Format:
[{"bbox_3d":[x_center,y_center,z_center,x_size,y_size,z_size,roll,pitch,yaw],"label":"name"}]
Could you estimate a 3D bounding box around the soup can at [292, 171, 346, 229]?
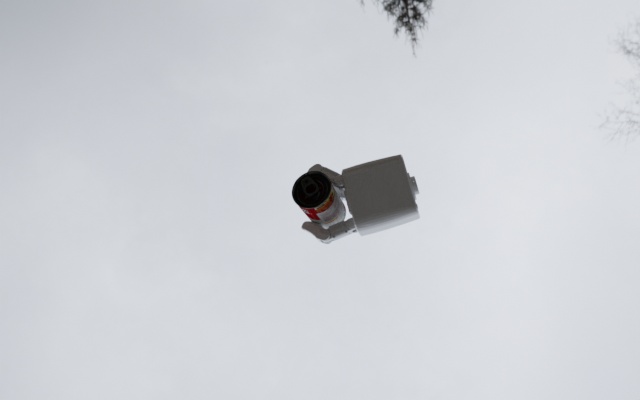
[{"bbox_3d":[0.000,0.003,0.814,0.068,0.068,0.102,0,-24,19],"label":"soup can"}]
